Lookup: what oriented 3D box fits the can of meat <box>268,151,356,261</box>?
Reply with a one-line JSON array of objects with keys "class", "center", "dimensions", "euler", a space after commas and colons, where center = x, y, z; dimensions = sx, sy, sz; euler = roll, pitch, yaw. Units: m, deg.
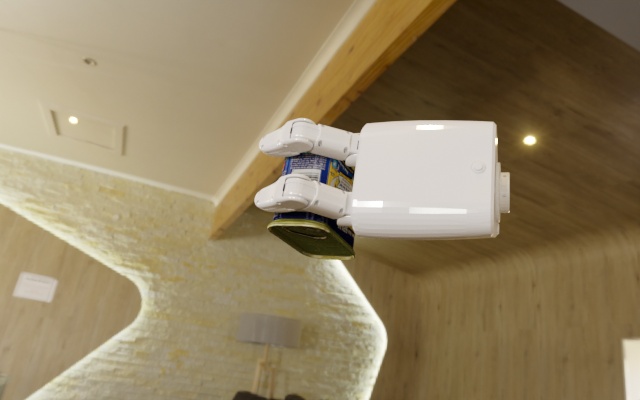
[{"class": "can of meat", "center": [0.000, 0.001, 0.446], "dimensions": [0.057, 0.084, 0.102], "euler": [0, -22, 24]}]
